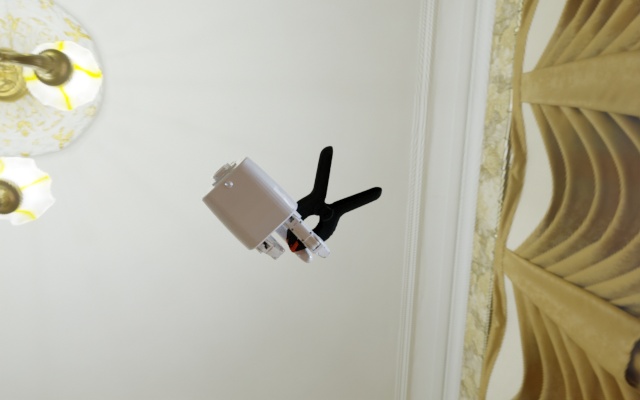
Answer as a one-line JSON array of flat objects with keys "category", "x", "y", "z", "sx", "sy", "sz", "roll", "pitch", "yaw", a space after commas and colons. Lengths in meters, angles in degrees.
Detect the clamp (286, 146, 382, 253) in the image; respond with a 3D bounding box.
[{"category": "clamp", "x": 0.000, "y": 0.002, "z": 0.739, "sx": 0.171, "sy": 0.120, "sz": 0.039, "roll": -43, "pitch": 15, "yaw": 0}]
